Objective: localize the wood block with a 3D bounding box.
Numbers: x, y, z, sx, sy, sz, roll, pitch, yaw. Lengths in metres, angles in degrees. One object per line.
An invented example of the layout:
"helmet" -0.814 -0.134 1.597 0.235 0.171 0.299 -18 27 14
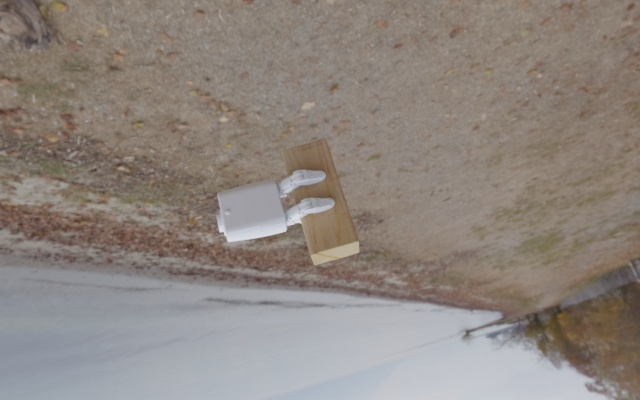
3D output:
"wood block" 0.000 0.003 0.890 0.090 0.206 0.091 -16 -20 -1
